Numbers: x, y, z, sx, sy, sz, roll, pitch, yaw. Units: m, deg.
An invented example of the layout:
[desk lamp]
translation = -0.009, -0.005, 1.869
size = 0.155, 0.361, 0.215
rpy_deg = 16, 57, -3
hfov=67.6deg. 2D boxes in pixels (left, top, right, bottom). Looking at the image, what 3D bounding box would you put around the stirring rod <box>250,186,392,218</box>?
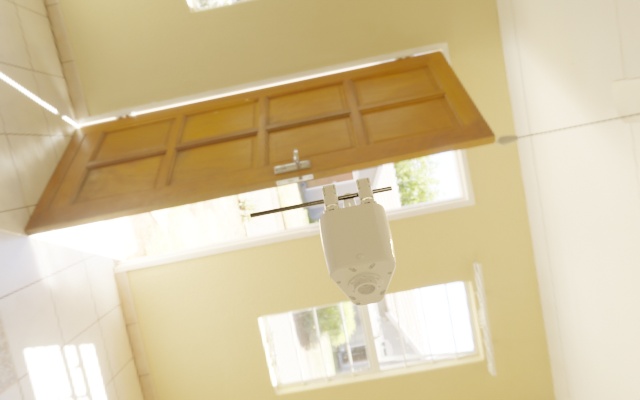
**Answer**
[stirring rod]
translation = 0.000, 0.003, 0.796
size = 0.239, 0.011, 0.011
rpy_deg = -11, -1, 3
